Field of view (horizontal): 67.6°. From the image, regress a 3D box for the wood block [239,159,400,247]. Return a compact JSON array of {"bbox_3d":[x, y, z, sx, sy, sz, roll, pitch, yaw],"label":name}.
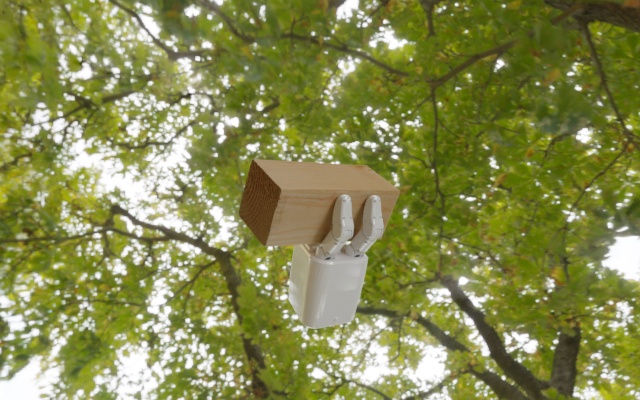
[{"bbox_3d":[0.000,0.002,0.693,0.206,0.090,0.090,0,29,-37],"label":"wood block"}]
